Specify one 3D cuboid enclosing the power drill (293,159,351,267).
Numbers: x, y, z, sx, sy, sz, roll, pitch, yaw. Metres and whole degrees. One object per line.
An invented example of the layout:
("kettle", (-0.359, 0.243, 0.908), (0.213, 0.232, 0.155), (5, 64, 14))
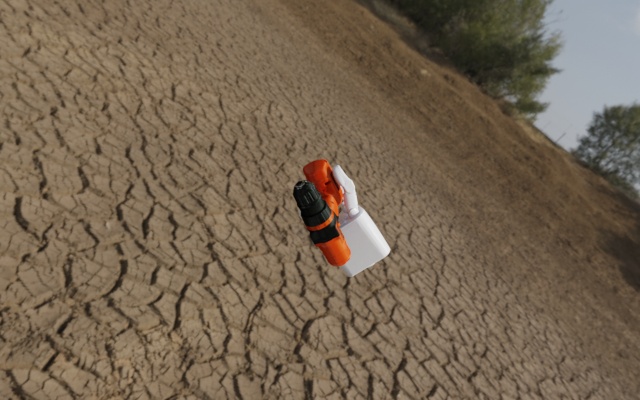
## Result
("power drill", (0.000, 0.003, 0.875), (0.057, 0.184, 0.187), (-18, 33, 12))
